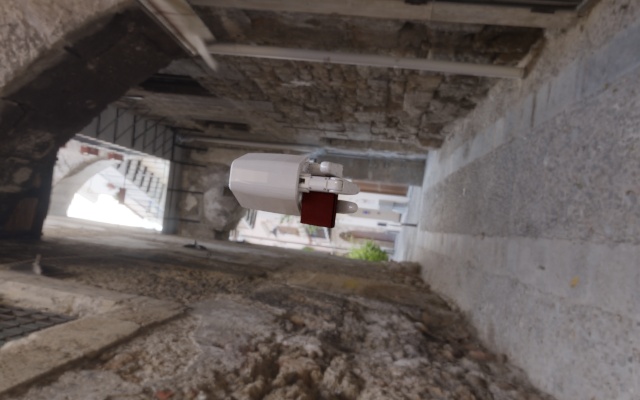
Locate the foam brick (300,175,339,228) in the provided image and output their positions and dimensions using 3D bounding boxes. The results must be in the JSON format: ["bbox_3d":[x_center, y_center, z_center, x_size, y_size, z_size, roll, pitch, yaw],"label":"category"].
[{"bbox_3d":[0.000,0.003,0.748,0.051,0.078,0.053,6,-3,6],"label":"foam brick"}]
